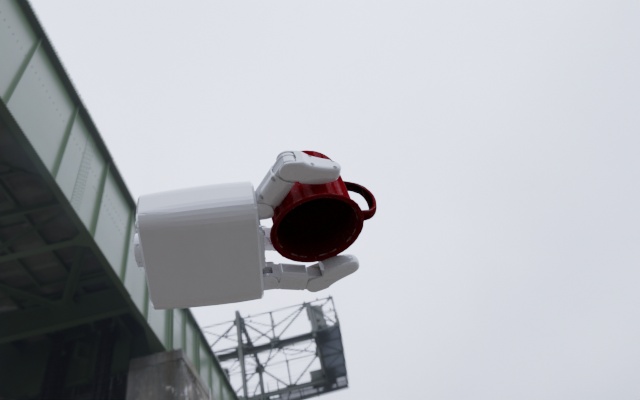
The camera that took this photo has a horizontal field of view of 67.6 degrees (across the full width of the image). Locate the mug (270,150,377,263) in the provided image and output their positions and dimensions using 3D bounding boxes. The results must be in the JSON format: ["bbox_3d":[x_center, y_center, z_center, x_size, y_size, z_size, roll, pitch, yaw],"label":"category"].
[{"bbox_3d":[0.001,0.001,0.491,0.117,0.093,0.081,-6,43,-13],"label":"mug"}]
